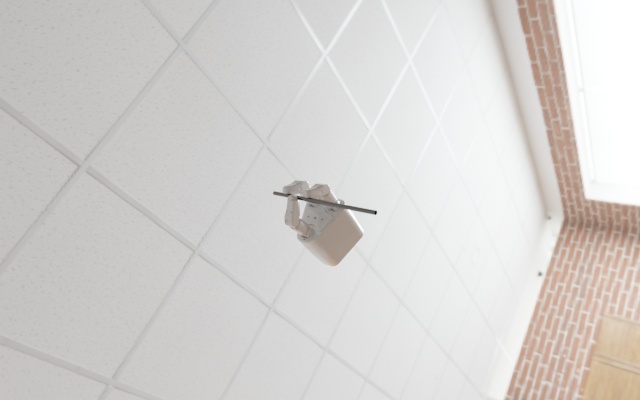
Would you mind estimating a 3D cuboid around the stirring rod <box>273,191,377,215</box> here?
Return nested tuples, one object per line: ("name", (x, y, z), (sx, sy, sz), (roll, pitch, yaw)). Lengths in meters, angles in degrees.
("stirring rod", (0.000, 0.003, 0.858), (0.239, 0.011, 0.011), (11, 7, 40))
